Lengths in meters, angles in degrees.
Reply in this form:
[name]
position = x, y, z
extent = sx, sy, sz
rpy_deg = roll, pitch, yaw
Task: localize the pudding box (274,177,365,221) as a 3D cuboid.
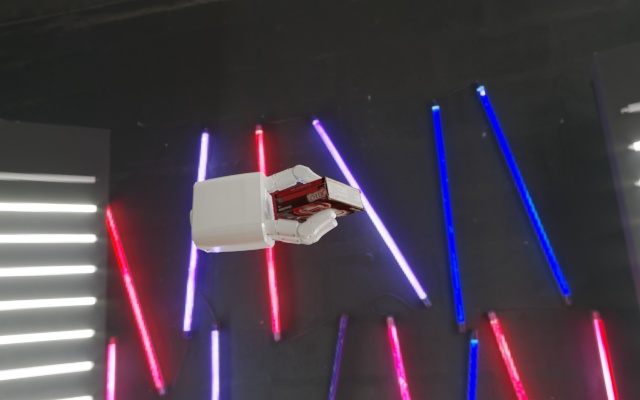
[pudding box]
position = 0.000, 0.002, 0.709
extent = 0.090, 0.039, 0.113
rpy_deg = -16, -15, 29
